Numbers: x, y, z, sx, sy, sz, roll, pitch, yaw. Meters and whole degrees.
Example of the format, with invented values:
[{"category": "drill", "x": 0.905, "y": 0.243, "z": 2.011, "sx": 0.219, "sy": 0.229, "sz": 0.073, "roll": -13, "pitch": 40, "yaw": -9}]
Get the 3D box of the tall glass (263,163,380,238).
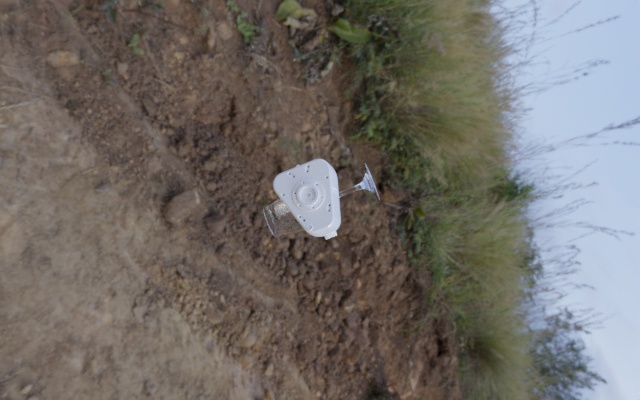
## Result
[{"category": "tall glass", "x": 0.001, "y": 0.003, "z": 0.862, "sx": 0.201, "sy": 0.079, "sz": 0.079, "roll": -21, "pitch": -1, "yaw": 3}]
